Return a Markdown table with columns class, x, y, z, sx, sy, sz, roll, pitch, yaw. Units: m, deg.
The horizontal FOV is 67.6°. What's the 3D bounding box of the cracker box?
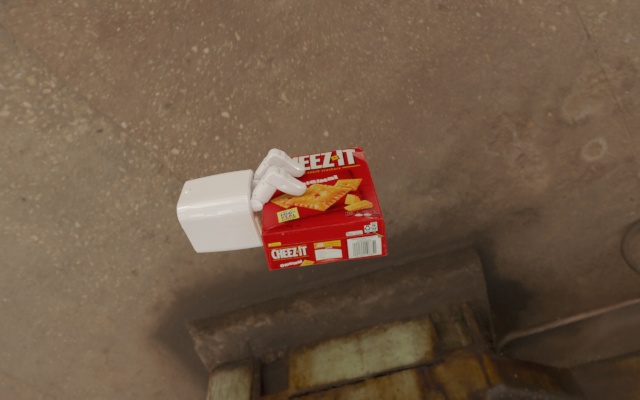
| class | x | y | z | sx | sy | sz | roll | pitch | yaw |
| --- | --- | --- | --- | --- | --- | --- | --- | --- | --- |
| cracker box | 0.000 | 0.003 | 0.715 | 0.164 | 0.072 | 0.213 | -8 | 33 | 1 |
